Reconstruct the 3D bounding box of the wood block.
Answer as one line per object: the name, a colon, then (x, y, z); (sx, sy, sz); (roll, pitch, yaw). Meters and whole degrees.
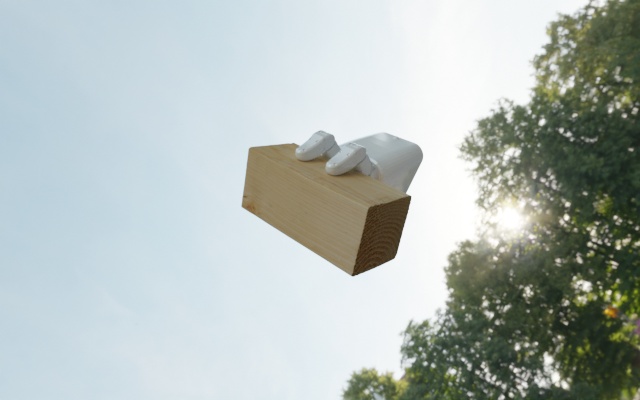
wood block: (0.000, 0.002, 0.615); (0.206, 0.091, 0.090); (28, 28, 37)
